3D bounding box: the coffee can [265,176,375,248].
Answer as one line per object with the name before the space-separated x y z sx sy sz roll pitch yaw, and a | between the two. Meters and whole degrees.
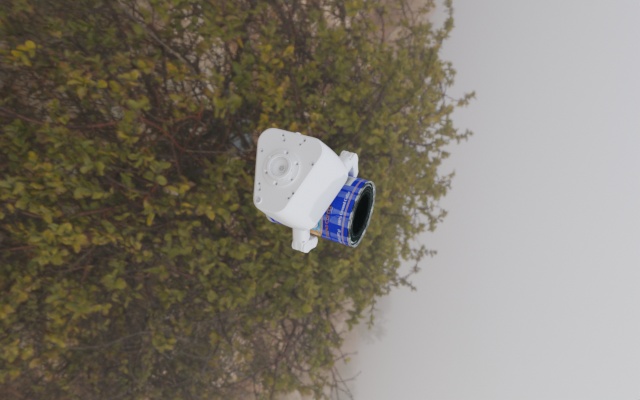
coffee can | 0.000 0.002 0.729 0.140 0.103 0.103 16 6 20
